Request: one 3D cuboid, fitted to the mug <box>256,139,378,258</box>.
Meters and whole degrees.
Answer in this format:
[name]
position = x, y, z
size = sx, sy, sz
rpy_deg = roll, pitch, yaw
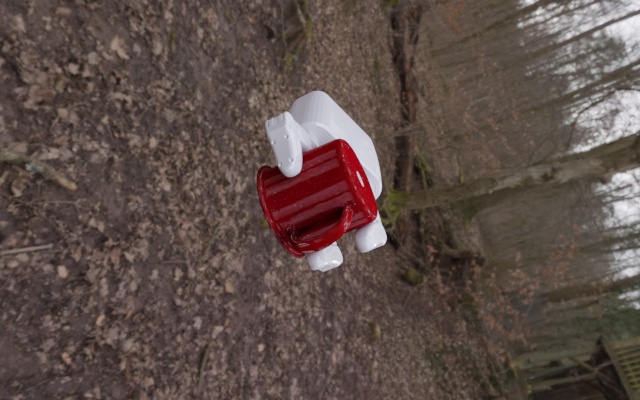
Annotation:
[mug]
position = 0.000, 0.002, 0.425
size = 0.081, 0.093, 0.117
rpy_deg = -23, 29, 15
